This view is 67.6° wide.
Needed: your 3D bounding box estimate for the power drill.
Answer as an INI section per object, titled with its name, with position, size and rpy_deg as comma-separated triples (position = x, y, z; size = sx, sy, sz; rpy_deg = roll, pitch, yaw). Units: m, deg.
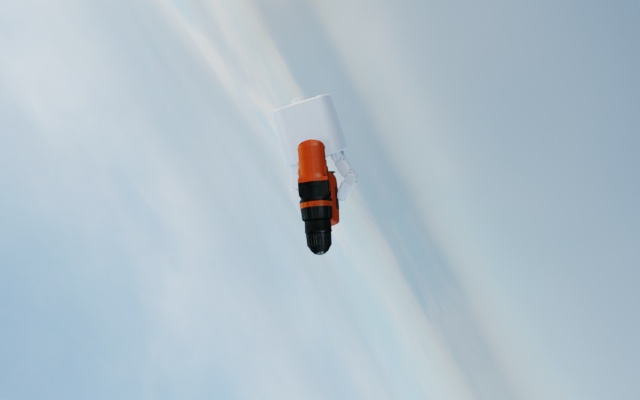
[power drill]
position = 0.000, 0.002, 0.825
size = 0.057, 0.184, 0.188
rpy_deg = -4, -8, 4
